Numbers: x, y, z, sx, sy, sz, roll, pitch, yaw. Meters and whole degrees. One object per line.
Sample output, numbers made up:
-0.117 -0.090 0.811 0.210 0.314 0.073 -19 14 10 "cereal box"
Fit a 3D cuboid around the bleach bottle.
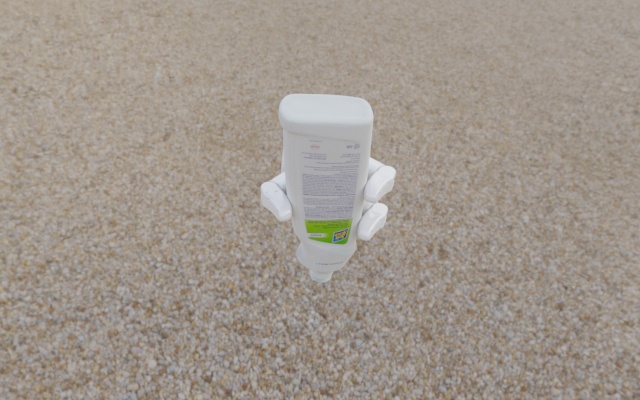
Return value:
0.000 0.002 0.572 0.102 0.251 0.068 2 37 -4 "bleach bottle"
